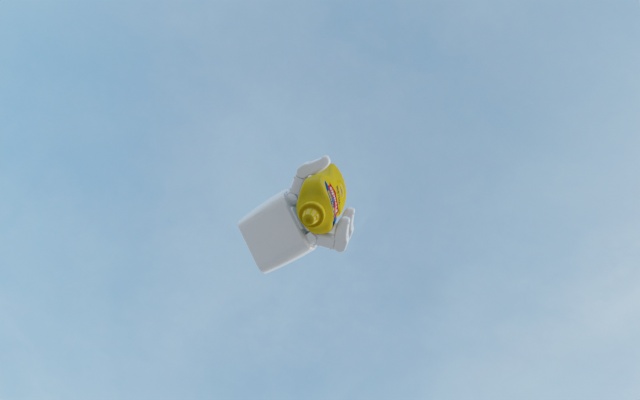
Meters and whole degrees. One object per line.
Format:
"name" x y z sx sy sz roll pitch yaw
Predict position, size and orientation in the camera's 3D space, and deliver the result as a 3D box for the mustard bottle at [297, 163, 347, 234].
"mustard bottle" 0.000 0.002 0.799 0.058 0.096 0.191 -5 15 14
